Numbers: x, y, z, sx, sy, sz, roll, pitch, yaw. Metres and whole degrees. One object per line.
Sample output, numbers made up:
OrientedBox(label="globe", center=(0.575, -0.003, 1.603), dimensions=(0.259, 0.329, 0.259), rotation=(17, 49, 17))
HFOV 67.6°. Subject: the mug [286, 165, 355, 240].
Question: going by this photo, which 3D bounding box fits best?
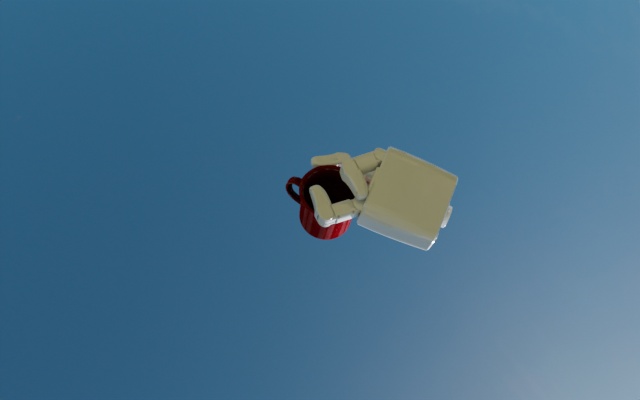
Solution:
OrientedBox(label="mug", center=(-0.001, 0.002, 0.719), dimensions=(0.117, 0.093, 0.081), rotation=(24, -30, 7))
